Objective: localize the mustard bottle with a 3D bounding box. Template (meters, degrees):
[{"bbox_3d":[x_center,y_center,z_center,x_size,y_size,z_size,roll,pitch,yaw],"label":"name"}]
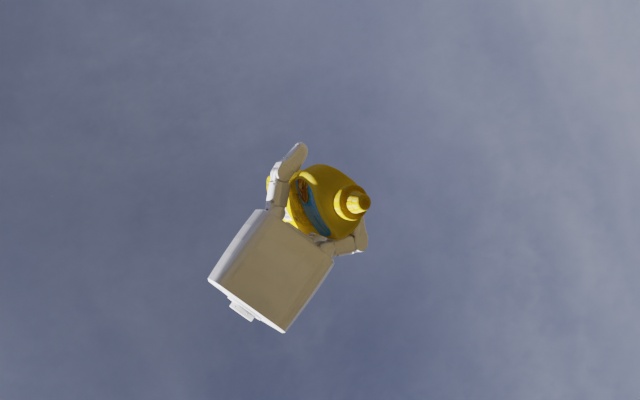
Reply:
[{"bbox_3d":[0.000,0.002,0.600,0.058,0.096,0.191,-30,14,-26],"label":"mustard bottle"}]
